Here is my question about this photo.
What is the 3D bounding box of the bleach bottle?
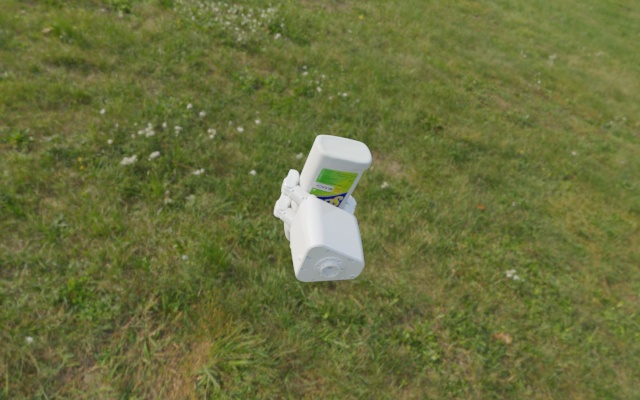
[{"bbox_3d":[0.000,0.003,0.871,0.102,0.251,0.068,9,40,-17],"label":"bleach bottle"}]
